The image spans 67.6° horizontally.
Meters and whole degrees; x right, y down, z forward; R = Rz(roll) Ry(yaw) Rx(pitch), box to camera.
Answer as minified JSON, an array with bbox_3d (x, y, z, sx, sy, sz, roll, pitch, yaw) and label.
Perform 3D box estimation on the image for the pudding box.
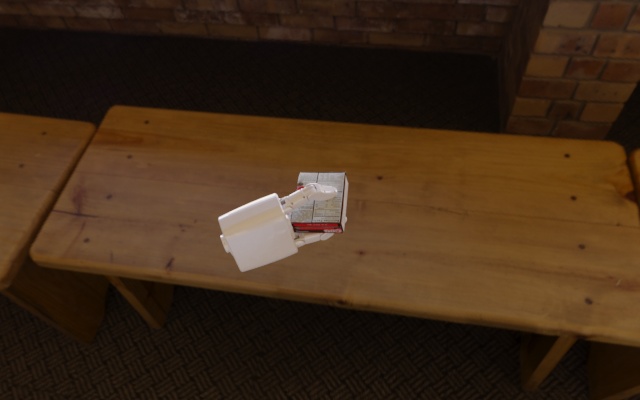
[{"bbox_3d":[0.000,0.003,0.840,0.090,0.113,0.039,1,-32,10],"label":"pudding box"}]
